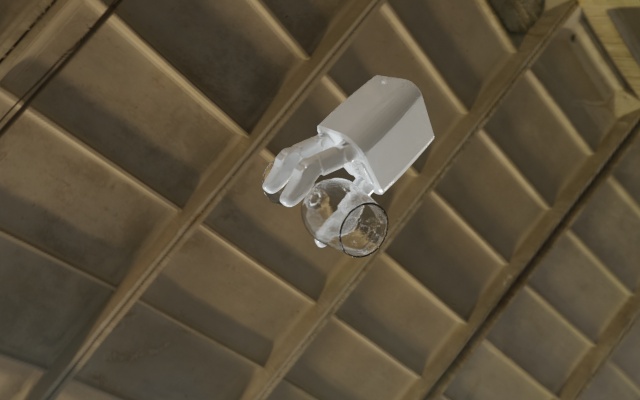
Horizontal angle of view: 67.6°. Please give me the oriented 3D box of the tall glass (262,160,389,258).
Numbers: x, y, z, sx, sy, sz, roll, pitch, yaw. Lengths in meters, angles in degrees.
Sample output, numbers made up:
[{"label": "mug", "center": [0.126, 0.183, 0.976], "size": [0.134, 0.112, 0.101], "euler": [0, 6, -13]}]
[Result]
[{"label": "tall glass", "center": [0.000, 0.002, 0.582], "size": [0.079, 0.079, 0.201], "euler": [0, 18, -29]}]
